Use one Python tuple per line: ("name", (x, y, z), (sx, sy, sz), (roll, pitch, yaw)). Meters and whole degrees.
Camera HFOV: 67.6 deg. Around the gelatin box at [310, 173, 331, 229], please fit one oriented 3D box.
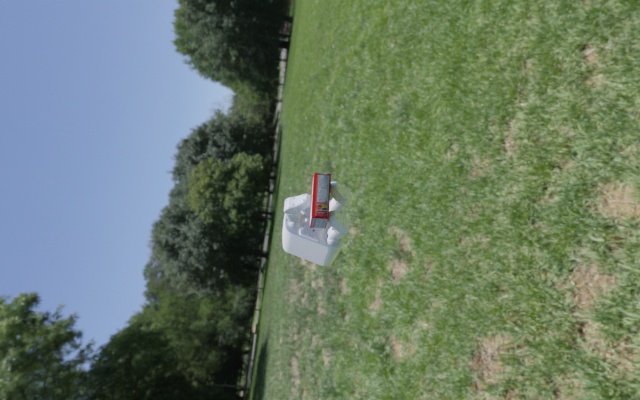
("gelatin box", (0.000, 0.002, 0.779), (0.030, 0.073, 0.089), (4, -14, -1))
